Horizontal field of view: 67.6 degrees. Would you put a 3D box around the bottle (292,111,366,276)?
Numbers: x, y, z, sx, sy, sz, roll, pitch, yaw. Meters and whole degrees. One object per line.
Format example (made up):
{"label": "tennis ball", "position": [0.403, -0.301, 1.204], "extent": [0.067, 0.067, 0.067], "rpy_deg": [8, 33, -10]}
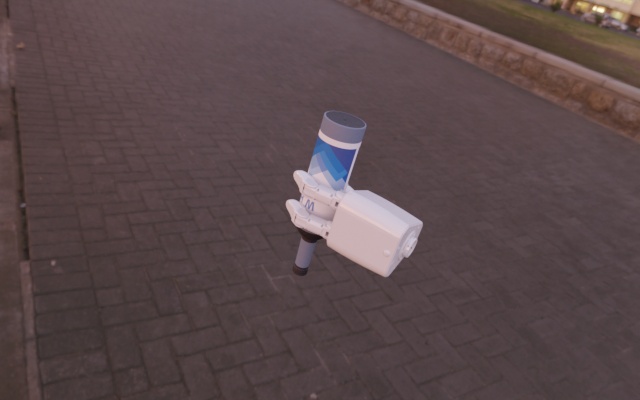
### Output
{"label": "bottle", "position": [0.000, 0.002, 0.787], "extent": [0.069, 0.296, 0.069], "rpy_deg": [13, 28, -7]}
